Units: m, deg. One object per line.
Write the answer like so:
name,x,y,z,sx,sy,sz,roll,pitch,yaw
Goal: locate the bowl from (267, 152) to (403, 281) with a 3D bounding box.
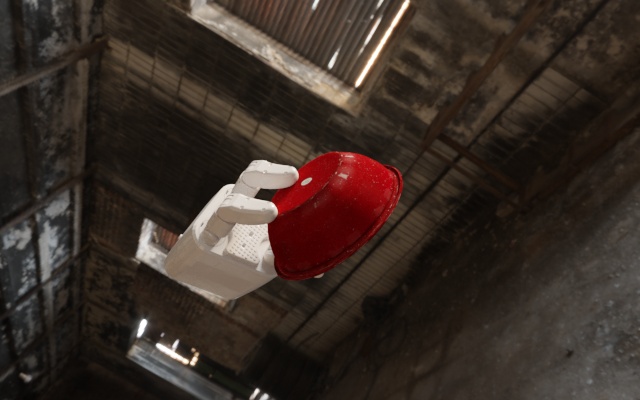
bowl,0.001,0.001,0.479,0.162,0.055,0.162,-33,23,16
